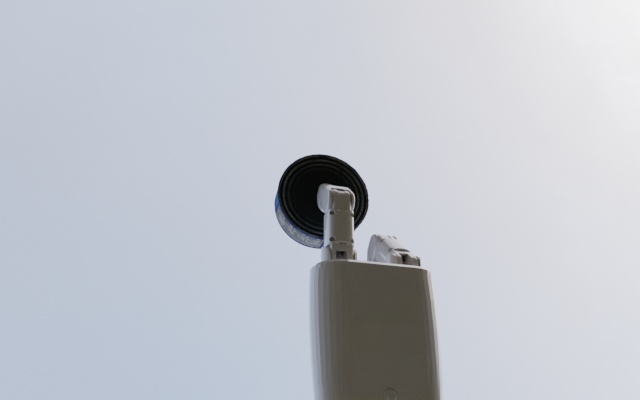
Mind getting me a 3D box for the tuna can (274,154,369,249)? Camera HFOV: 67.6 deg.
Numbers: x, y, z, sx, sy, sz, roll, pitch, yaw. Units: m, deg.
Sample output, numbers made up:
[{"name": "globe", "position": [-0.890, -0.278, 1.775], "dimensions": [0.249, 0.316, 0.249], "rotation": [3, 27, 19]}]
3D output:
[{"name": "tuna can", "position": [0.000, 0.002, 0.452], "dimensions": [0.086, 0.086, 0.034], "rotation": [0, -25, -14]}]
